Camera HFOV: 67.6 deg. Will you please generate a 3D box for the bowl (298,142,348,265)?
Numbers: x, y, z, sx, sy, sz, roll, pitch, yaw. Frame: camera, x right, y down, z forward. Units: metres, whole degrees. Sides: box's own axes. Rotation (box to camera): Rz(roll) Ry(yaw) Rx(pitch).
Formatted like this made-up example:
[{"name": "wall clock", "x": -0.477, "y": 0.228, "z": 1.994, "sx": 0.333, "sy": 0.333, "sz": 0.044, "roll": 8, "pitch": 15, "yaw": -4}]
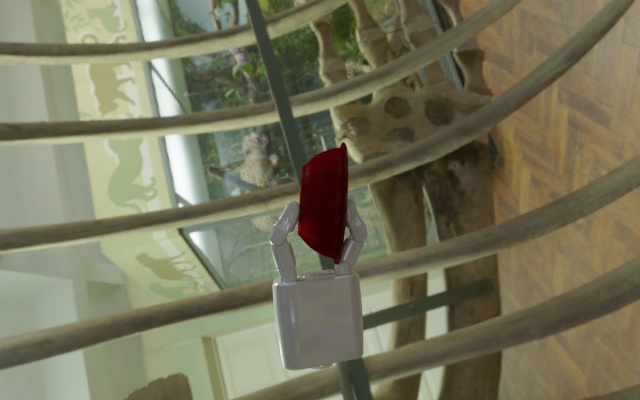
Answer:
[{"name": "bowl", "x": 0.000, "y": 0.001, "z": 0.629, "sx": 0.055, "sy": 0.162, "sz": 0.162, "roll": 4, "pitch": 0, "yaw": -3}]
